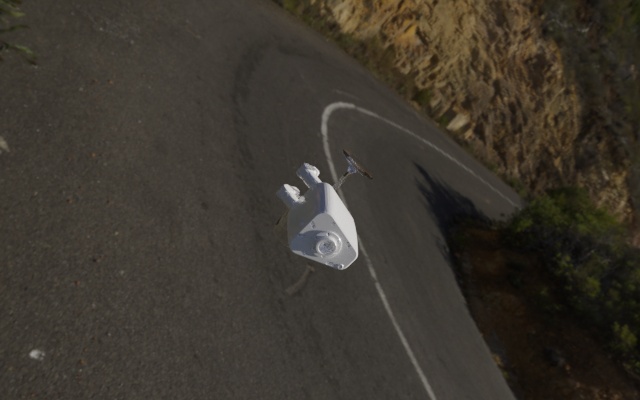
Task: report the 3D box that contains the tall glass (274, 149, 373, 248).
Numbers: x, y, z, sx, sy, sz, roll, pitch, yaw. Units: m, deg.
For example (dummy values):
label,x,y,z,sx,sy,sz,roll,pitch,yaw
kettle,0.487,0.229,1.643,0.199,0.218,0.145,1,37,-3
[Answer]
label,x,y,z,sx,sy,sz,roll,pitch,yaw
tall glass,0.001,0.002,0.879,0.201,0.079,0.079,-46,-18,18
